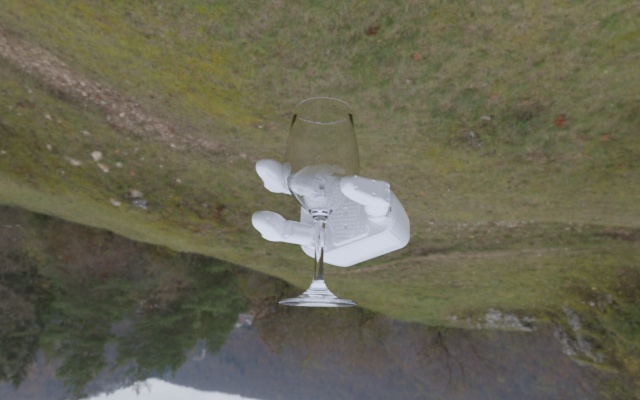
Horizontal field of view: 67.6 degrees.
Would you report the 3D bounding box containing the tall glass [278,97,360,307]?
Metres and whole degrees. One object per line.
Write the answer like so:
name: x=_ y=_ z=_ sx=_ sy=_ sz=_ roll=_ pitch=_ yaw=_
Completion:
tall glass: x=0.000 y=0.002 z=0.475 sx=0.079 sy=0.201 sz=0.079 roll=1 pitch=-16 yaw=0
